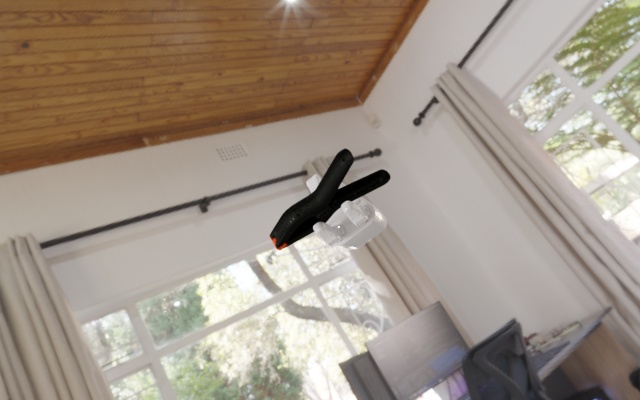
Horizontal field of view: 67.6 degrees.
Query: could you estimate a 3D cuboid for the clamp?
[{"bbox_3d":[-0.001,0.002,0.721,0.210,0.036,0.164,-37,-24,11],"label":"clamp"}]
